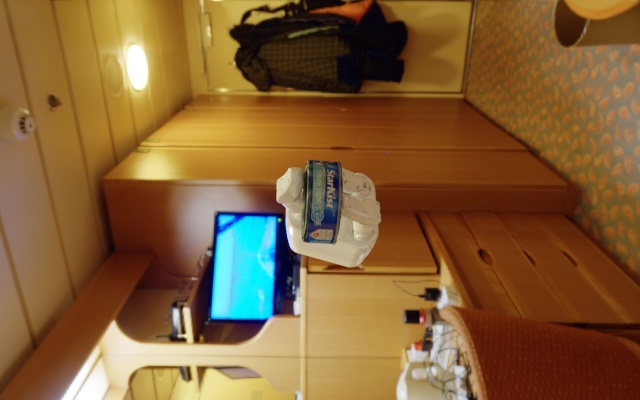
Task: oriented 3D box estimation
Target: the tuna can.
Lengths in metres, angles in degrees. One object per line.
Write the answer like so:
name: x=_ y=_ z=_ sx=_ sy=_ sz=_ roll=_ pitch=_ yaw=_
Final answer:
tuna can: x=0.000 y=0.002 z=0.486 sx=0.034 sy=0.086 sz=0.086 roll=3 pitch=0 yaw=-5
